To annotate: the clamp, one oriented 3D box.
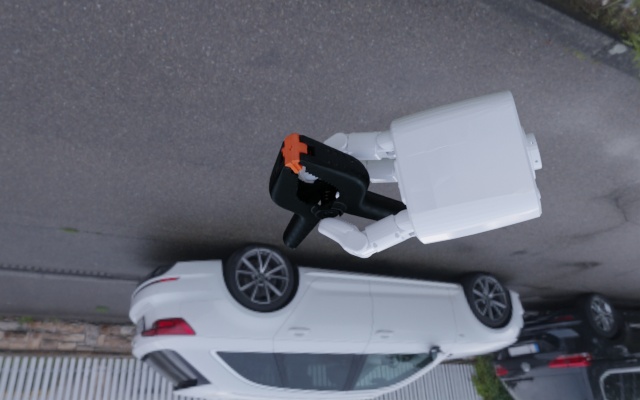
[{"bbox_3d":[0.000,0.002,0.477,0.164,0.036,0.210,-15,-28,21],"label":"clamp"}]
